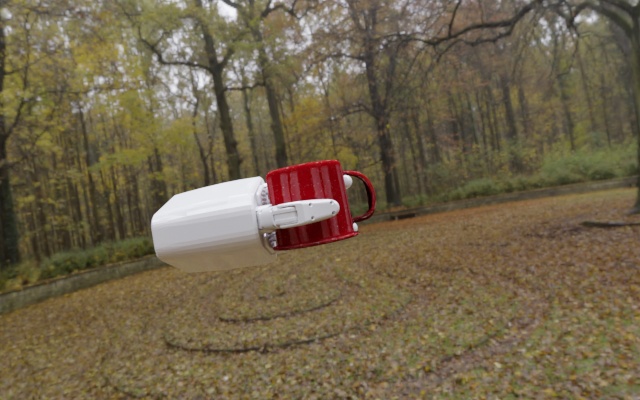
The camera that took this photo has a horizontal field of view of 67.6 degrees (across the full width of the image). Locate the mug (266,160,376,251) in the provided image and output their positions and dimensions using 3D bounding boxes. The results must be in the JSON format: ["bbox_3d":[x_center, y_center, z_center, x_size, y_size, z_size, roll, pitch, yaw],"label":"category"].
[{"bbox_3d":[0.001,0.001,0.505,0.117,0.081,0.093,-11,0,1],"label":"mug"}]
